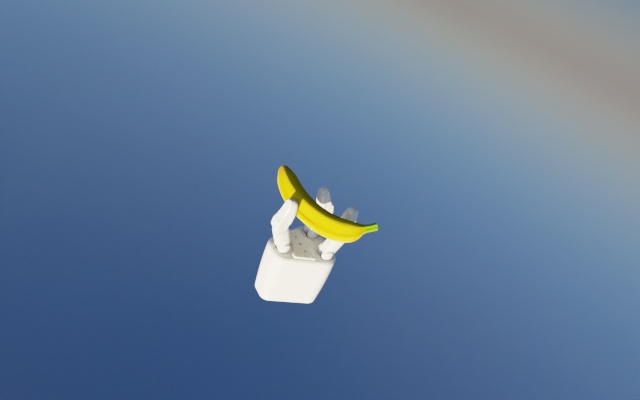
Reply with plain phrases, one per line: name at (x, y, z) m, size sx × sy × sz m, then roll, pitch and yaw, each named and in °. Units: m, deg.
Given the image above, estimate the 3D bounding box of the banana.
banana at (-0.008, 0.012, 0.754) m, size 0.197 × 0.037 × 0.069 m, roll 35°, pitch 42°, yaw 20°
